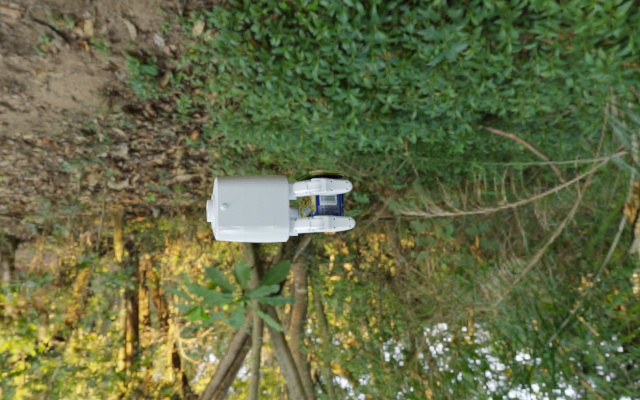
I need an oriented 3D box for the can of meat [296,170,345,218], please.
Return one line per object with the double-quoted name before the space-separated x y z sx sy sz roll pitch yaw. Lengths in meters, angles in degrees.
"can of meat" 0.000 0.003 0.754 0.057 0.084 0.102 1 -8 -20
